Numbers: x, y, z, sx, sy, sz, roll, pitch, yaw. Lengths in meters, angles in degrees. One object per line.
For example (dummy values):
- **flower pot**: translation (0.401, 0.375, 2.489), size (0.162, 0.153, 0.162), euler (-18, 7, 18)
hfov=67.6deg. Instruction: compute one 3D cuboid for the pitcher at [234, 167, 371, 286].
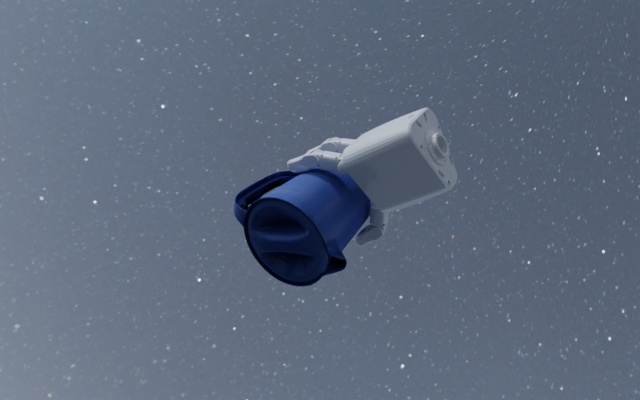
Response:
- **pitcher**: translation (0.000, 0.002, 0.709), size (0.145, 0.149, 0.242), euler (-23, 12, 40)
